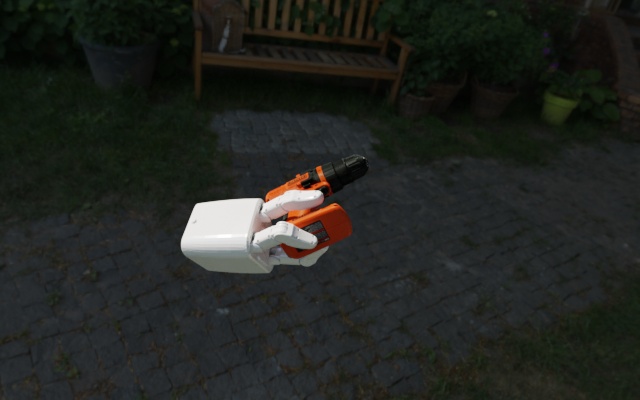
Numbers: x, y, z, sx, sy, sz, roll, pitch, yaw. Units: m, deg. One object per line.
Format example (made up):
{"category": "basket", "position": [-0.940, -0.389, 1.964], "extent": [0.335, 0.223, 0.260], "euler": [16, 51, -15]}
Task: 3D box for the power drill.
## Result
{"category": "power drill", "position": [0.000, 0.003, 0.740], "extent": [0.184, 0.057, 0.187], "euler": [-26, 23, 8]}
